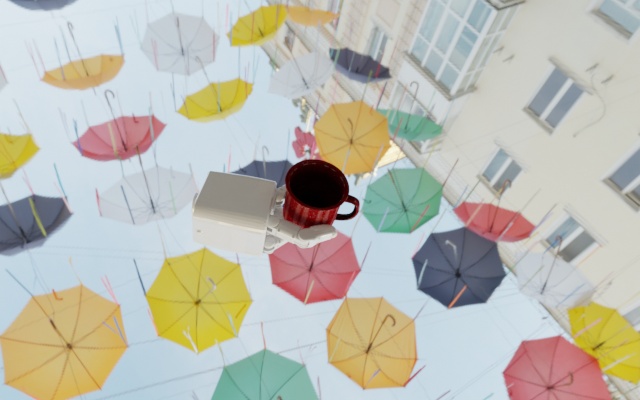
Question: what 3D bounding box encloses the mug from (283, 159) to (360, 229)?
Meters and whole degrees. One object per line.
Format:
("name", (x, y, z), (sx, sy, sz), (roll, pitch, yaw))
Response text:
("mug", (0.001, 0.003, 0.709), (0.117, 0.093, 0.082), (12, -38, -5))
